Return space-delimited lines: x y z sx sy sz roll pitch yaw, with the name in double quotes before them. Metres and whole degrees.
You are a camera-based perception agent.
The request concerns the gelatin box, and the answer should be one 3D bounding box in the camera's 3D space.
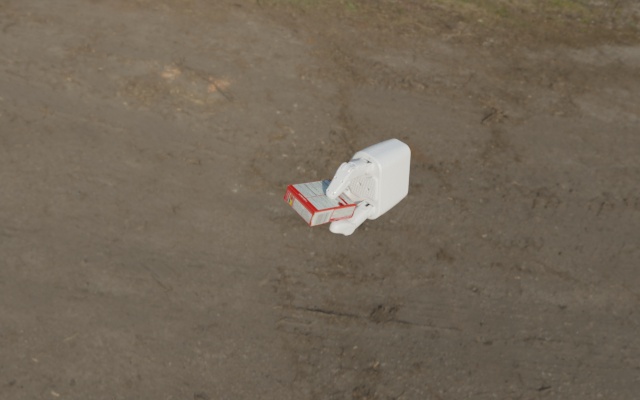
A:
"gelatin box" 0.000 0.002 0.739 0.089 0.030 0.073 -9 41 -40
